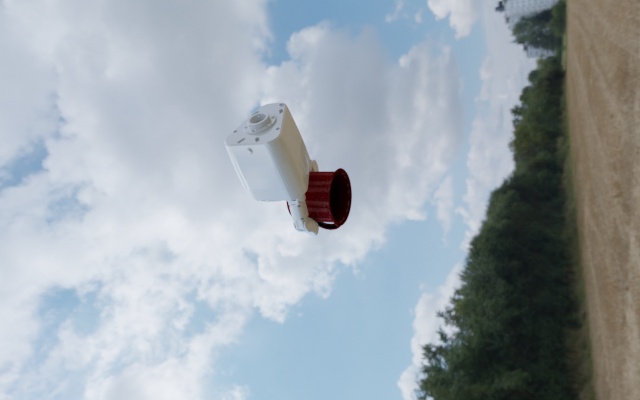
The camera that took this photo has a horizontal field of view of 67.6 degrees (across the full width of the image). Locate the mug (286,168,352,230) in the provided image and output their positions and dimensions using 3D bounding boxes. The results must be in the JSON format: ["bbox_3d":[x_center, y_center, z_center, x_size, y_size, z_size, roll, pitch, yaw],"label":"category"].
[{"bbox_3d":[0.000,0.004,0.788,0.081,0.117,0.093,2,44,26],"label":"mug"}]
